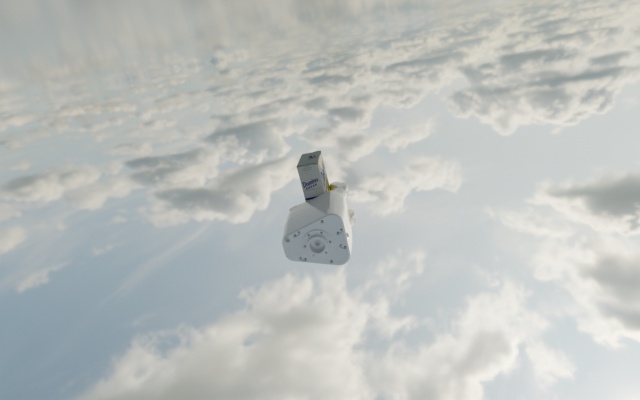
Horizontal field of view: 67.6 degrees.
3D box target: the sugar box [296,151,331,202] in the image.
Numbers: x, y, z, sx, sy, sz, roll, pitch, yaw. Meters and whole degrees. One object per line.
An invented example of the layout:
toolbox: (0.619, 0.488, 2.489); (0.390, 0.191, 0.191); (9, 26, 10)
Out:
sugar box: (0.001, 0.003, 0.894); (0.048, 0.176, 0.093); (-9, 19, 7)
